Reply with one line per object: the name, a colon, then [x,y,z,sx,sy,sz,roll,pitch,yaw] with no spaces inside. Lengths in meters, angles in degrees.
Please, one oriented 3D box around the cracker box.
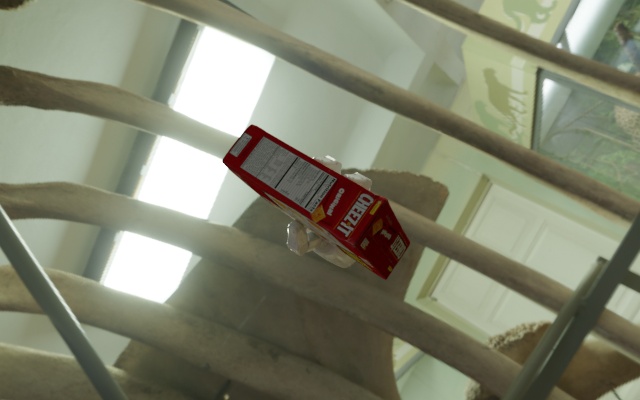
cracker box: [0.000,0.002,0.615,0.213,0.072,0.164,31,-7,28]
